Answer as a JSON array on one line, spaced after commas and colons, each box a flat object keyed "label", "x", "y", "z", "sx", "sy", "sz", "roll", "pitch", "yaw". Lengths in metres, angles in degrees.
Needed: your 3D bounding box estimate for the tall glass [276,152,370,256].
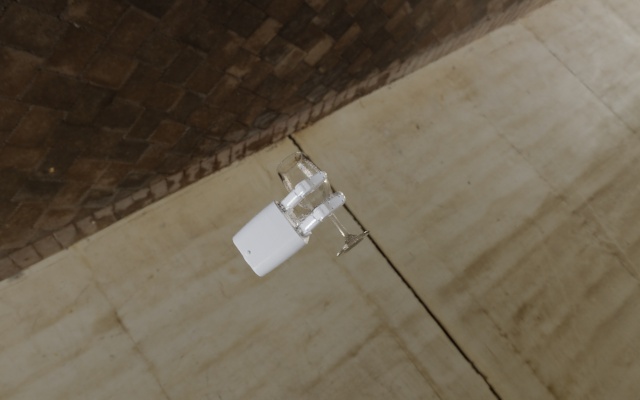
[{"label": "tall glass", "x": 0.001, "y": 0.003, "z": 0.888, "sx": 0.079, "sy": 0.201, "sz": 0.079, "roll": -35, "pitch": -14, "yaw": -10}]
